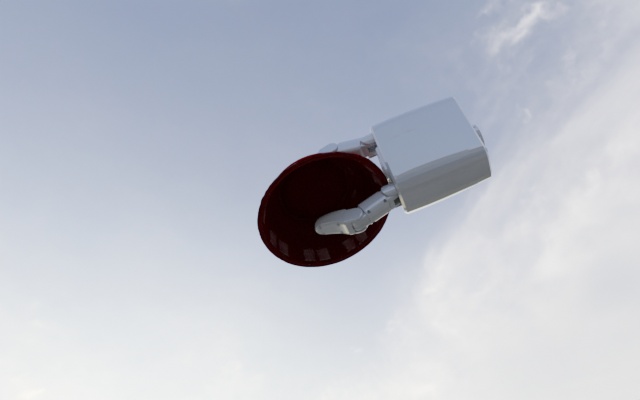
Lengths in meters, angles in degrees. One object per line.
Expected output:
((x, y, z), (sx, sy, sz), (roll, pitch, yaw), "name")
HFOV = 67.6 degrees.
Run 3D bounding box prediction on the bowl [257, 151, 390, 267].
((-0.001, 0.002, 0.572), (0.162, 0.162, 0.055), (0, 33, -20), "bowl")
